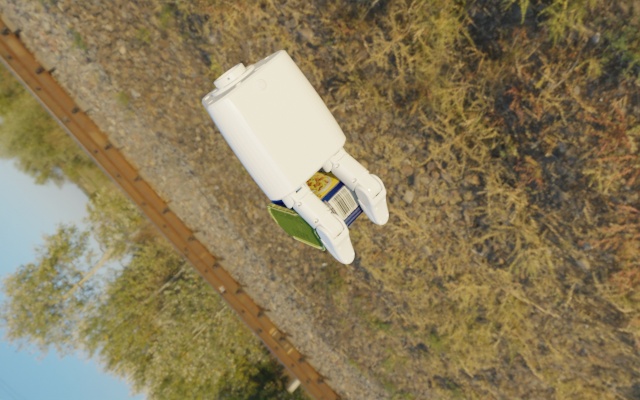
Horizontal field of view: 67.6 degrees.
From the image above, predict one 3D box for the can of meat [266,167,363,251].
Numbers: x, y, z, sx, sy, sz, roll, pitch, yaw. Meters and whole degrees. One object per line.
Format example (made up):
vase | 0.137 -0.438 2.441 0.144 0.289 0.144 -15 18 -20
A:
can of meat | 0.000 0.002 0.521 0.084 0.057 0.102 -44 27 -19
